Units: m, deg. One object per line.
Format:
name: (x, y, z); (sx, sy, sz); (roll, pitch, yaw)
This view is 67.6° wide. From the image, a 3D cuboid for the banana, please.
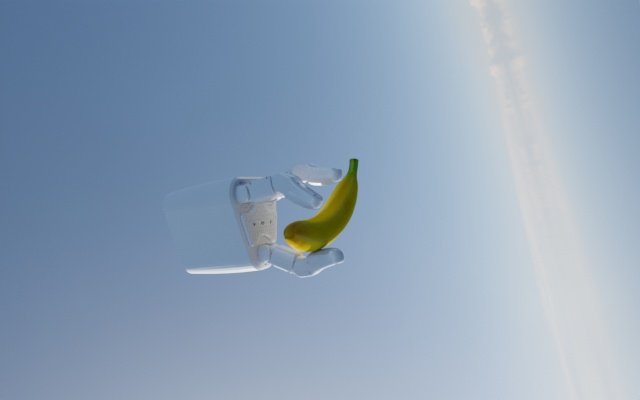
banana: (0.006, 0.017, 0.567); (0.037, 0.070, 0.197); (-2, 26, 25)
